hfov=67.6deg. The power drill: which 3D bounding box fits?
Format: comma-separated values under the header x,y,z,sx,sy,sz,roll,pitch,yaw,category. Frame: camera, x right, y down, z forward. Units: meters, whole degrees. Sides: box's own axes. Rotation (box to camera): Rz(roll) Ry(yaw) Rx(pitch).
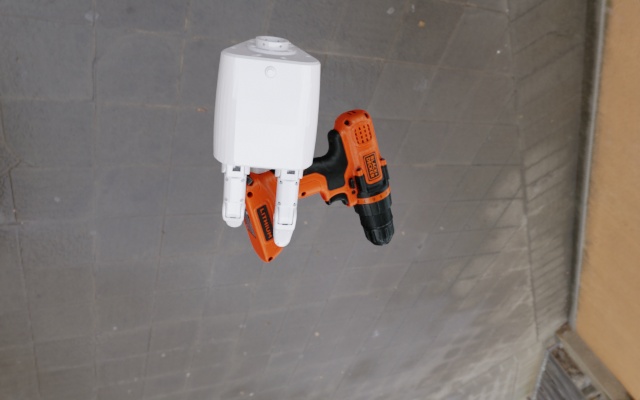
x,y,z,sx,sy,sz,roll,pitch,yaw,category
0.000,0.002,0.582,0.187,0.184,0.057,-25,23,-19,power drill
